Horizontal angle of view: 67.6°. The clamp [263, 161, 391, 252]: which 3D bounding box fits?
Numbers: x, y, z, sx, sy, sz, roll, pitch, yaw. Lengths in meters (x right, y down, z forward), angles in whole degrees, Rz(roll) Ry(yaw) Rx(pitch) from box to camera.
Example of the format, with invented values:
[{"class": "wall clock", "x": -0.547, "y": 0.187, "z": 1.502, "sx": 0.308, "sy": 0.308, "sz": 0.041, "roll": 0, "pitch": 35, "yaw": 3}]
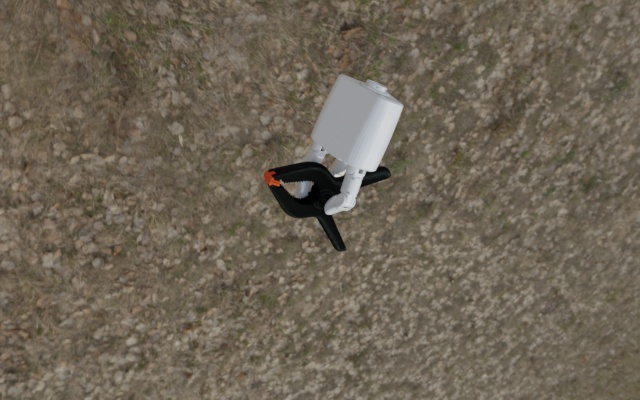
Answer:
[{"class": "clamp", "x": 0.000, "y": 0.003, "z": 0.757, "sx": 0.210, "sy": 0.164, "sz": 0.036, "roll": 11, "pitch": 21, "yaw": -33}]
